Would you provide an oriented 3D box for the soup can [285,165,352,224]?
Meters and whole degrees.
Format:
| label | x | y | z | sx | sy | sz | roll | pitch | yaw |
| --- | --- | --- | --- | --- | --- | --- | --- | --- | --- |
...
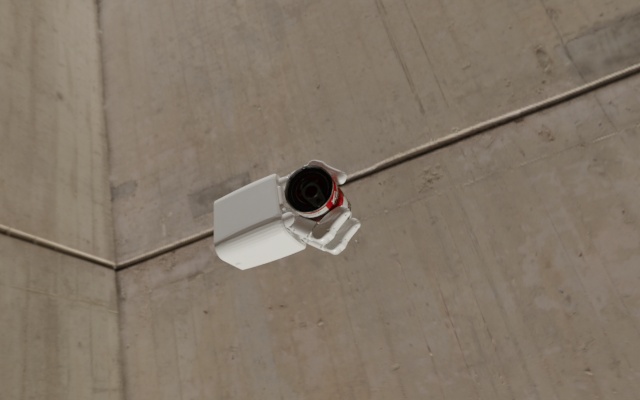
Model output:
| label | x | y | z | sx | sy | sz | roll | pitch | yaw |
| --- | --- | --- | --- | --- | --- | --- | --- | --- | --- |
| soup can | 0.001 | 0.002 | 0.669 | 0.068 | 0.068 | 0.102 | 0 | -21 | 20 |
